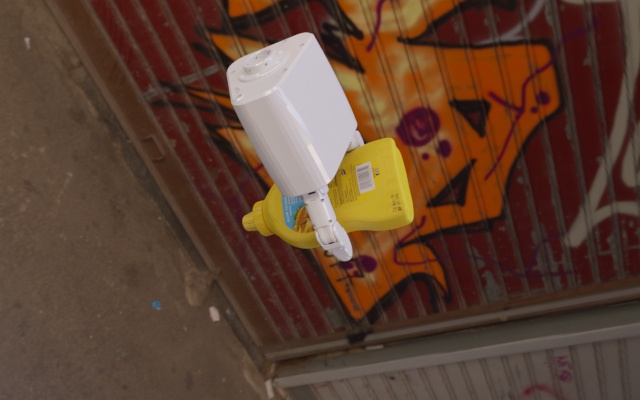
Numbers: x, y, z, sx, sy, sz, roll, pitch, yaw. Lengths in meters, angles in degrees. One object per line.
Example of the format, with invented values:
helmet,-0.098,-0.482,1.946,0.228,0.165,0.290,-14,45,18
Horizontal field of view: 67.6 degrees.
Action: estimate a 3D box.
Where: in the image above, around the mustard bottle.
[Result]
mustard bottle,0.000,0.002,0.528,0.191,0.096,0.058,-16,-28,17
